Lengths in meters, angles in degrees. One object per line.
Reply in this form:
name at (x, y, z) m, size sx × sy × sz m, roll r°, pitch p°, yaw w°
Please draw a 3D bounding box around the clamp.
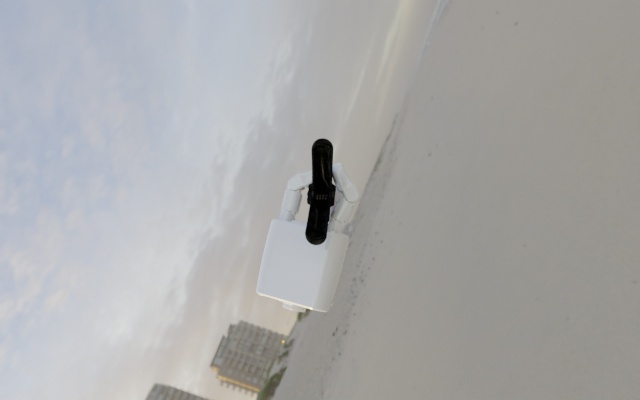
clamp at (0.000, 0.002, 0.606) m, size 0.039 × 0.120 × 0.171 m, roll 10°, pitch -10°, yaw 5°
